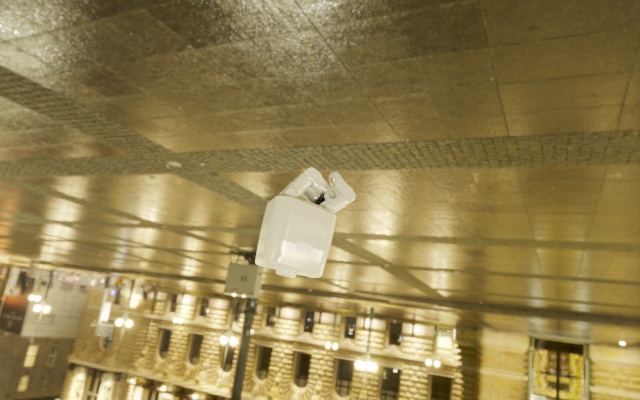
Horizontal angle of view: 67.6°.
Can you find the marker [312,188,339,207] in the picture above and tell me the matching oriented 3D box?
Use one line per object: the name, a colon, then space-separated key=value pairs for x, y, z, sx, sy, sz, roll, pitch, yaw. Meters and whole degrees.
marker: x=0.000 y=0.002 z=0.777 sx=0.020 sy=0.020 sz=0.121 roll=0 pitch=-11 yaw=-19
